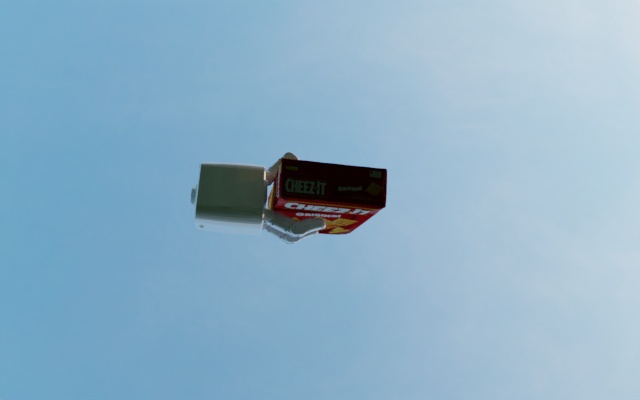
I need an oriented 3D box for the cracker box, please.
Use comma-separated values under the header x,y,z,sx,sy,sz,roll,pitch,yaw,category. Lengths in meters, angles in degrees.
x,y,z,sx,sy,sz,roll,pitch,yaw,category
0.000,0.002,0.802,0.164,0.072,0.214,5,-15,-11,cracker box
